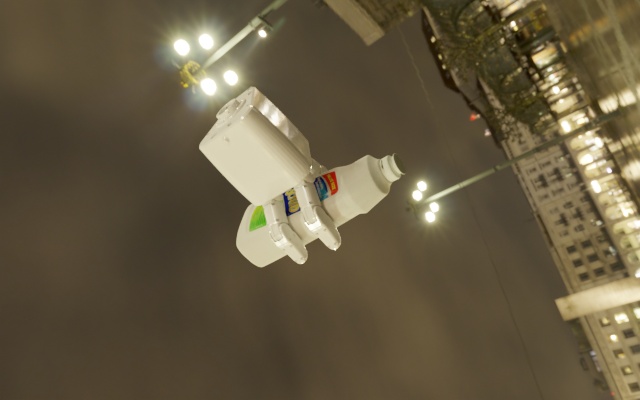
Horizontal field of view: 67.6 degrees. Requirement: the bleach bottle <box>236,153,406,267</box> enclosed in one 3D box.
[{"bbox_3d":[0.000,0.002,0.640,0.251,0.068,0.102,-28,30,29],"label":"bleach bottle"}]
